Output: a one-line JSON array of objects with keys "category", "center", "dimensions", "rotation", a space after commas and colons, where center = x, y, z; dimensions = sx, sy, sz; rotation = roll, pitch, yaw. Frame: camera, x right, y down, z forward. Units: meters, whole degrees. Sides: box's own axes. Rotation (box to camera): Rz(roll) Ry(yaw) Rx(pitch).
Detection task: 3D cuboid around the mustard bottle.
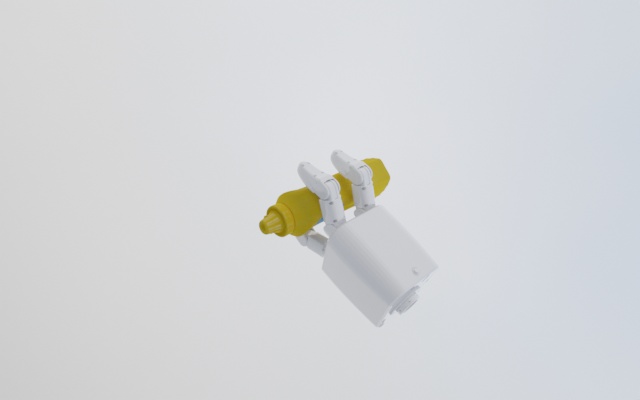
[{"category": "mustard bottle", "center": [0.000, 0.002, 0.624], "dimensions": [0.191, 0.058, 0.096], "rotation": [-25, -3, -39]}]
